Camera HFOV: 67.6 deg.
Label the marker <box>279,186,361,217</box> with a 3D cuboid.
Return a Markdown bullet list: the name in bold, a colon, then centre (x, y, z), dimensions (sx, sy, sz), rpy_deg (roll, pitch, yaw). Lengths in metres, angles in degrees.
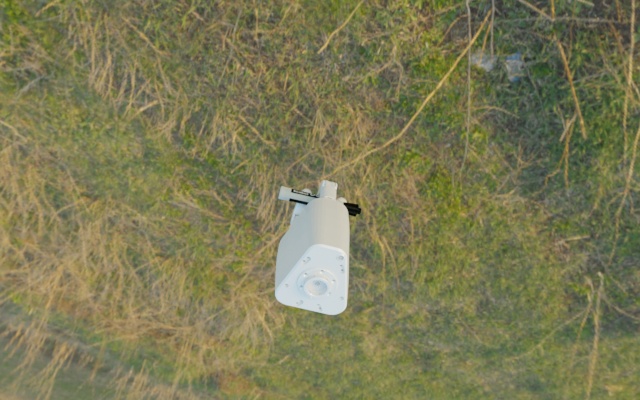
- **marker**: centre (0.000, 0.002, 0.690), dimensions (0.121, 0.020, 0.020), rpy_deg (14, -2, -6)
